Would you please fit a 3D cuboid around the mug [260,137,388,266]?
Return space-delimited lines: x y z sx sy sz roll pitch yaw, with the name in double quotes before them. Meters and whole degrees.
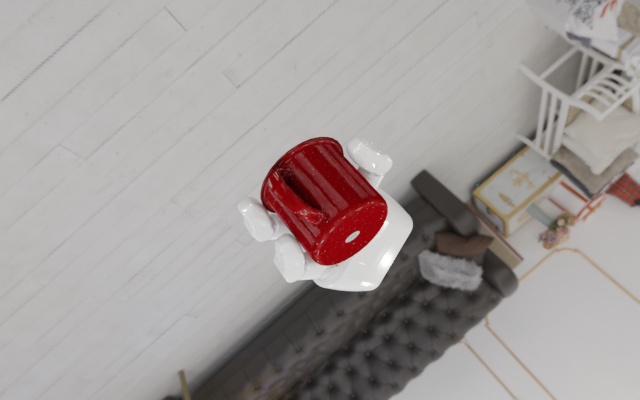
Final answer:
"mug" 0.000 0.001 0.418 0.081 0.093 0.117 50 15 29
